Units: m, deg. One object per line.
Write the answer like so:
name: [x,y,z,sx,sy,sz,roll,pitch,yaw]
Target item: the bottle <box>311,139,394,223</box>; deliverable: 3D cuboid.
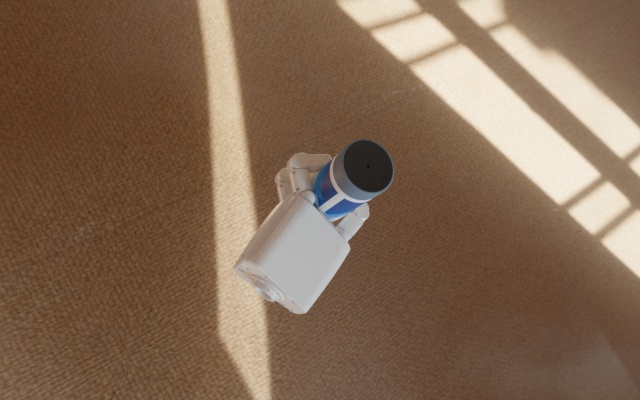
bottle: [0.000,0.002,0.664,0.069,0.069,0.296,0,-16,-22]
